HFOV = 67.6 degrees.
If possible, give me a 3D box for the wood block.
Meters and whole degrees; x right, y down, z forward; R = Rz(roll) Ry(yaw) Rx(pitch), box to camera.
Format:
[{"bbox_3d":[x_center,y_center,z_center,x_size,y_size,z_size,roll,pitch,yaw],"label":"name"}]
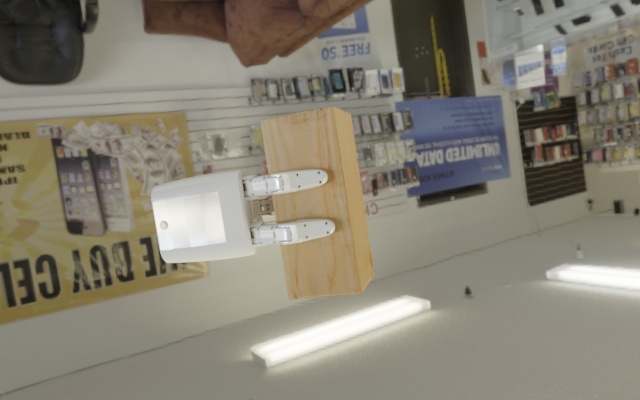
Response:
[{"bbox_3d":[0.000,0.002,0.569,0.090,0.206,0.091,-8,3,16],"label":"wood block"}]
